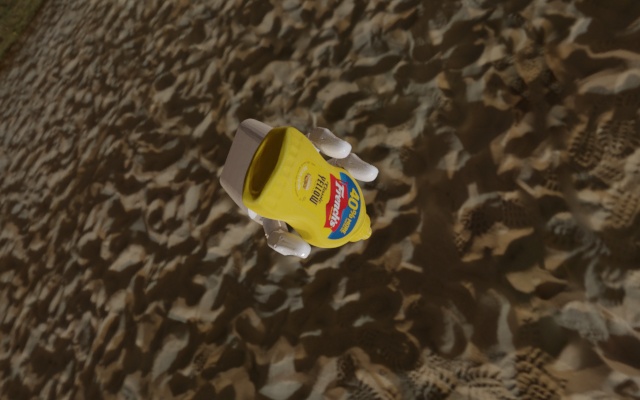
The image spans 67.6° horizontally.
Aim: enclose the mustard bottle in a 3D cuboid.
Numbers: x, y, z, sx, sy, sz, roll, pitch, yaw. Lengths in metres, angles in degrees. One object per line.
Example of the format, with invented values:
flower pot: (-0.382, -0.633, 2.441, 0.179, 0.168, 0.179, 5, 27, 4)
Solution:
mustard bottle: (0.000, 0.002, 0.556, 0.058, 0.096, 0.192, 2, -24, 43)
